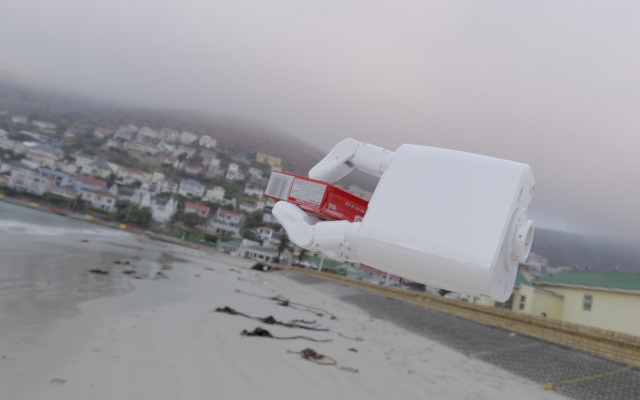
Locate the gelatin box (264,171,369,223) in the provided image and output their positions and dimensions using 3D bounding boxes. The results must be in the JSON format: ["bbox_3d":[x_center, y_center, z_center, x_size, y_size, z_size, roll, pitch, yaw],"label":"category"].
[{"bbox_3d":[0.000,0.001,0.467,0.073,0.030,0.089,24,-6,-43],"label":"gelatin box"}]
